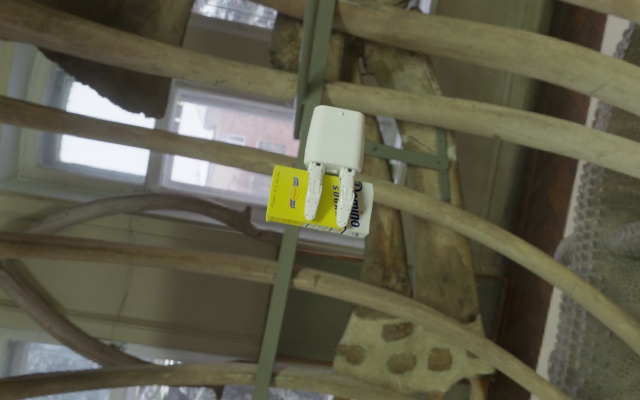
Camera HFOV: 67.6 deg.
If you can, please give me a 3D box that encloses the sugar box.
[{"bbox_3d":[0.000,0.002,0.818,0.176,0.093,0.048,9,-16,-5],"label":"sugar box"}]
